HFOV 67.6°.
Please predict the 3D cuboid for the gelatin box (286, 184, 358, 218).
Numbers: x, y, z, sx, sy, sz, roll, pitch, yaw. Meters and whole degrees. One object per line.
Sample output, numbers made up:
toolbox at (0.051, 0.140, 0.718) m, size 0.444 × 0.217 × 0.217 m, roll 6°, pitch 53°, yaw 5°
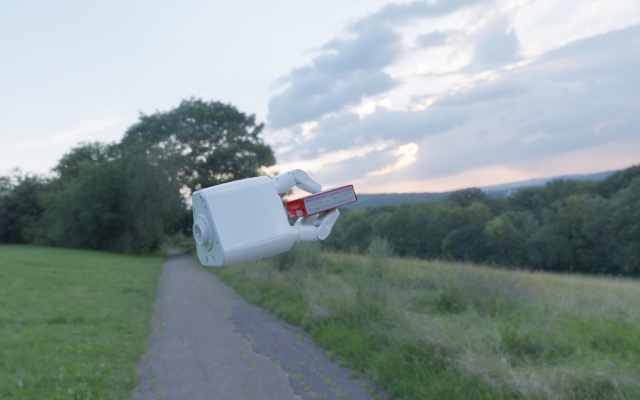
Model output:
gelatin box at (0.000, 0.002, 0.726) m, size 0.089 × 0.030 × 0.073 m, roll -17°, pitch 3°, yaw -22°
